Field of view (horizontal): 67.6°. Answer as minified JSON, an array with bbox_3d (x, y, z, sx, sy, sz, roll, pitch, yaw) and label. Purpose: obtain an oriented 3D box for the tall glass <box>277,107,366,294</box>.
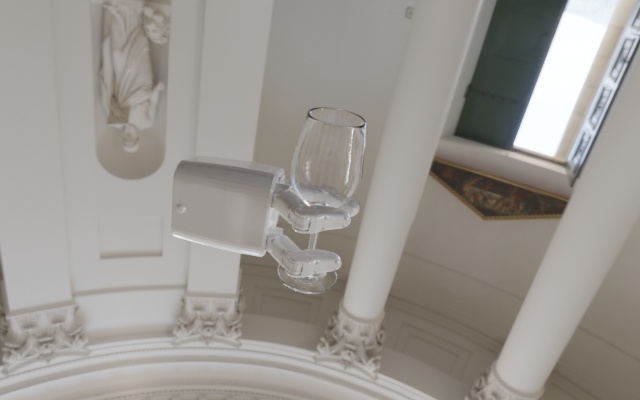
[{"bbox_3d":[0.000,0.002,0.534,0.079,0.201,0.079,9,27,-5],"label":"tall glass"}]
